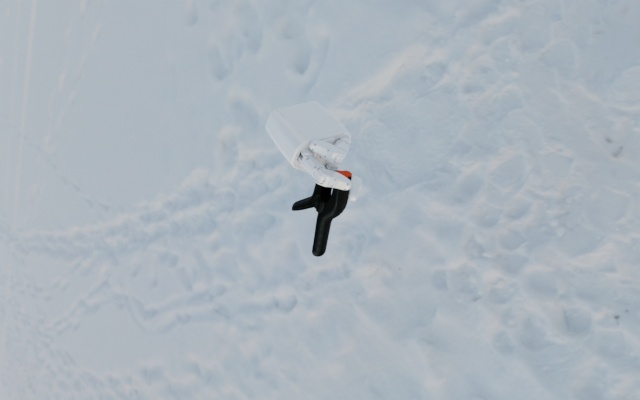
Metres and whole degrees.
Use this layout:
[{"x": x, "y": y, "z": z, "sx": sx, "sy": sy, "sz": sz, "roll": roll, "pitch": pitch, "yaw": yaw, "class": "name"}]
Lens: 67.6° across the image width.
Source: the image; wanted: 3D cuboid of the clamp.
[{"x": 0.000, "y": 0.003, "z": 0.847, "sx": 0.039, "sy": 0.171, "sz": 0.120, "roll": -6, "pitch": 45, "yaw": -41, "class": "clamp"}]
